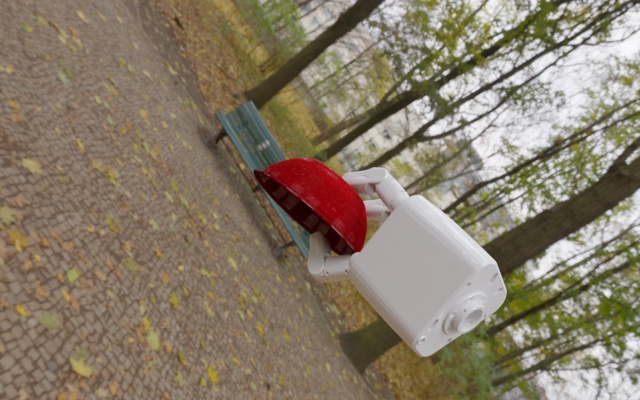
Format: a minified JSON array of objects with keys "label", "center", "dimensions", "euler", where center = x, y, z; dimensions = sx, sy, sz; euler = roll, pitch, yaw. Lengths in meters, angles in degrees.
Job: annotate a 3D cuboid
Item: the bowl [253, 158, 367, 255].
[{"label":"bowl","center":[-0.001,0.001,0.553],"dimensions":[0.162,0.055,0.162],"euler":[39,-11,9]}]
